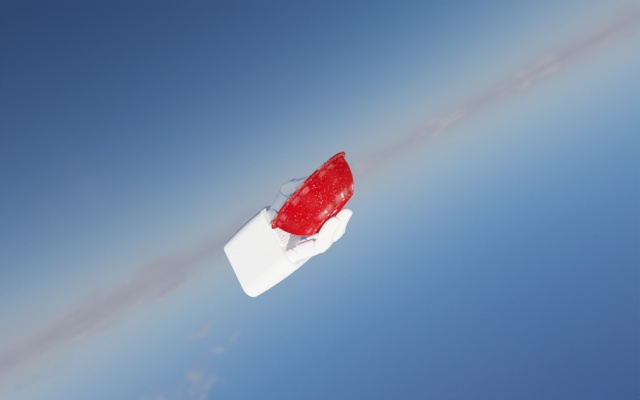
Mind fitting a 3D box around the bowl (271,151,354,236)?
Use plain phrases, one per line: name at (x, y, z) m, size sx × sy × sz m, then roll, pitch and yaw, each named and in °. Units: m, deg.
bowl at (0.001, 0.002, 0.725) m, size 0.055 × 0.162 × 0.162 m, roll 43°, pitch 7°, yaw 7°
